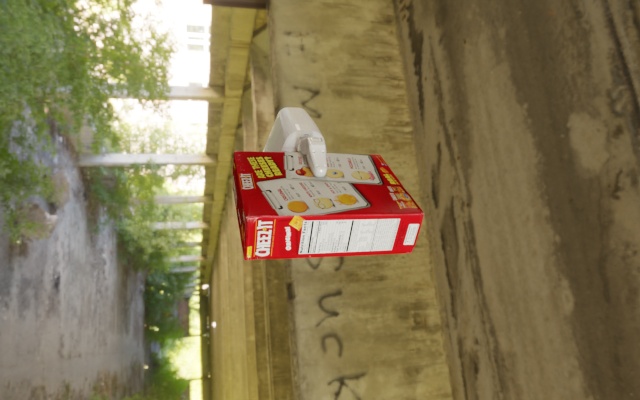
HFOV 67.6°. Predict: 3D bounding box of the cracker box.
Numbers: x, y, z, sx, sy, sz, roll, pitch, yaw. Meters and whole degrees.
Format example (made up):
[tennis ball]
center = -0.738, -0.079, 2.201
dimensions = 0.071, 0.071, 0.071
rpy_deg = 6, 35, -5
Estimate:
[cracker box]
center = 0.000, 0.002, 0.619
dimensions = 0.214, 0.072, 0.164
rpy_deg = -1, 32, -15
